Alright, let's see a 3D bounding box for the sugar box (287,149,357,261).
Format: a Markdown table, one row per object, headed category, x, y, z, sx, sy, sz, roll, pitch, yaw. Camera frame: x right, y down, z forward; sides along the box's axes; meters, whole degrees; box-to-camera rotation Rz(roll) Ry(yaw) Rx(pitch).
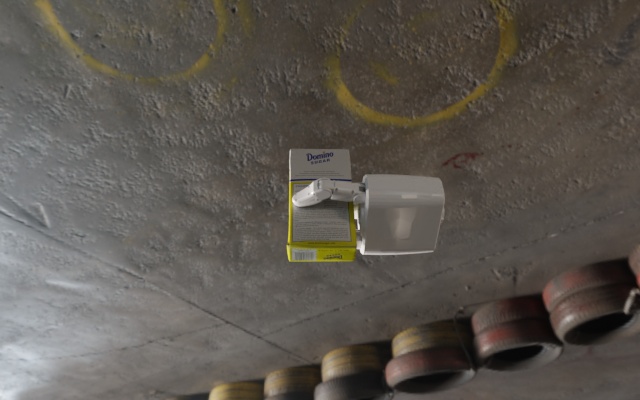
| category | x | y | z | sx | sy | sz | roll | pitch | yaw |
| --- | --- | --- | --- | --- | --- | --- | --- | --- | --- |
| sugar box | 0.000 | 0.003 | 0.690 | 0.093 | 0.176 | 0.048 | 1 | -40 | -2 |
